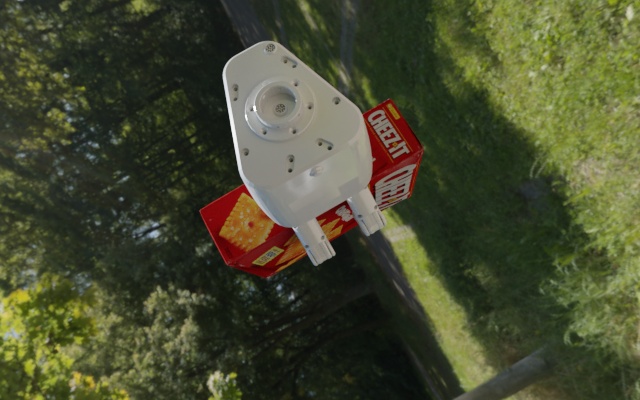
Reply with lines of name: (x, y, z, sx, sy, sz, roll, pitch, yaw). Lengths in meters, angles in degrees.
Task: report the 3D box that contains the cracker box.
cracker box: (0.000, 0.002, 0.521, 0.213, 0.072, 0.164, -30, -15, -2)
